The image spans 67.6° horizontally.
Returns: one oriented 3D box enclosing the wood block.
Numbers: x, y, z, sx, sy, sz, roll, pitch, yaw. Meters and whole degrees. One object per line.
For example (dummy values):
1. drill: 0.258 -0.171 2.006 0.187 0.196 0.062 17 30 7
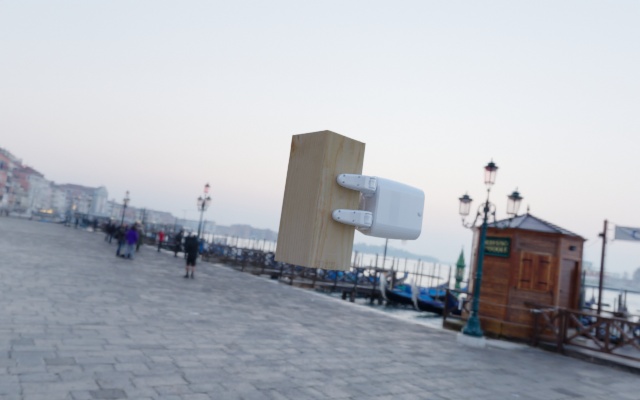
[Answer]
1. wood block: 0.000 0.002 0.761 0.090 0.206 0.091 12 -7 -40
